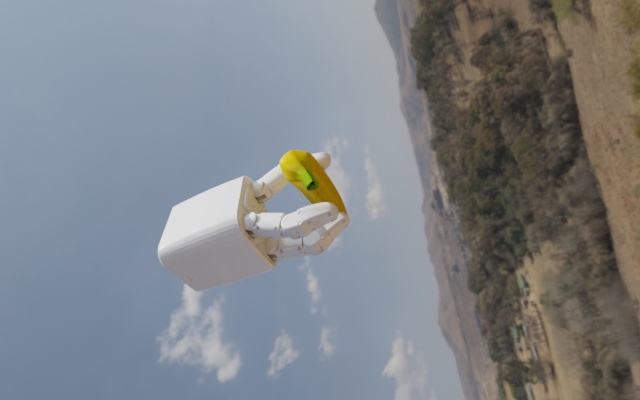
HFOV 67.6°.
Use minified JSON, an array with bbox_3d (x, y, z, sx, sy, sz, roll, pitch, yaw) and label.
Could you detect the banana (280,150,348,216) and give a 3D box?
[{"bbox_3d":[-0.008,-0.015,0.542,0.037,0.069,0.198,-26,-17,7],"label":"banana"}]
